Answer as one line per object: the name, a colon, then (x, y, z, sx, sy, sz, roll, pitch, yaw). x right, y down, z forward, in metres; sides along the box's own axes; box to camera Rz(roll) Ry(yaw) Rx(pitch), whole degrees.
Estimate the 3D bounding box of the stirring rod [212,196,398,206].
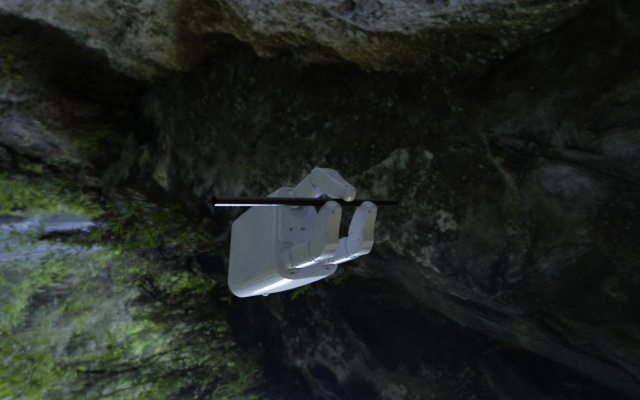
stirring rod: (0.000, 0.002, 0.476, 0.239, 0.011, 0.011, 1, -1, -43)
